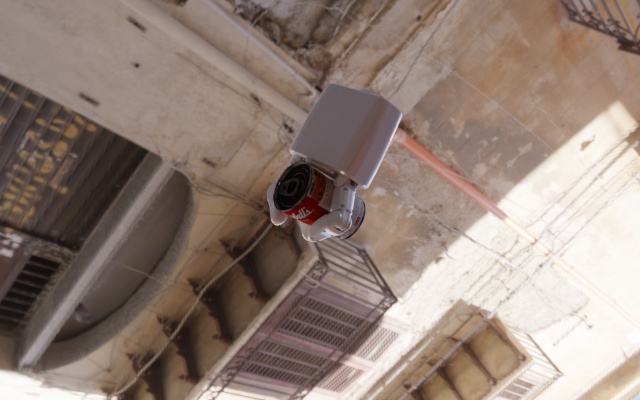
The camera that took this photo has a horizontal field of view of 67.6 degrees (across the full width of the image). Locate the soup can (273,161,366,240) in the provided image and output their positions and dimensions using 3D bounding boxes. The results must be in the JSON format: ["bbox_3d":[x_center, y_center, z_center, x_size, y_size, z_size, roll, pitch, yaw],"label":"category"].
[{"bbox_3d":[0.000,0.003,0.607,0.102,0.068,0.068,30,-19,-36],"label":"soup can"}]
